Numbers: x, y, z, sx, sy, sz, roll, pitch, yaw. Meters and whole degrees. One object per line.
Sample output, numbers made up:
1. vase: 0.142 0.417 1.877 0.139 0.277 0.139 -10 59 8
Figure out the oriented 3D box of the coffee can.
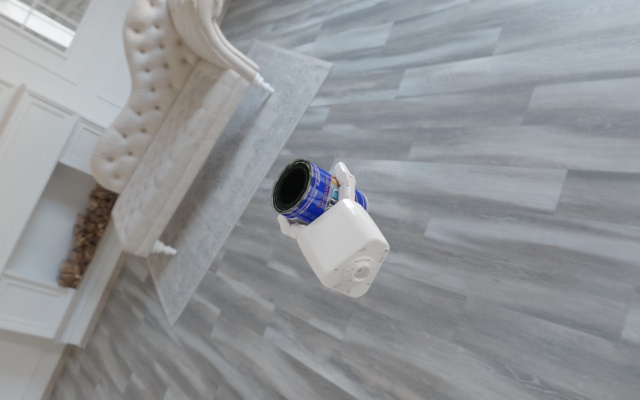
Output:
1. coffee can: 0.000 0.003 0.828 0.140 0.102 0.103 29 -18 -36
